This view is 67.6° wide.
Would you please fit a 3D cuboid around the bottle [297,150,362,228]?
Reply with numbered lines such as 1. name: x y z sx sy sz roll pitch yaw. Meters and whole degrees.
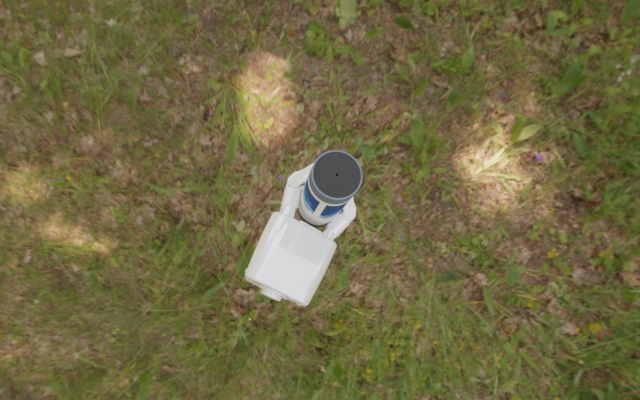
1. bottle: 0.000 0.002 0.746 0.069 0.069 0.296 0 -14 -8
